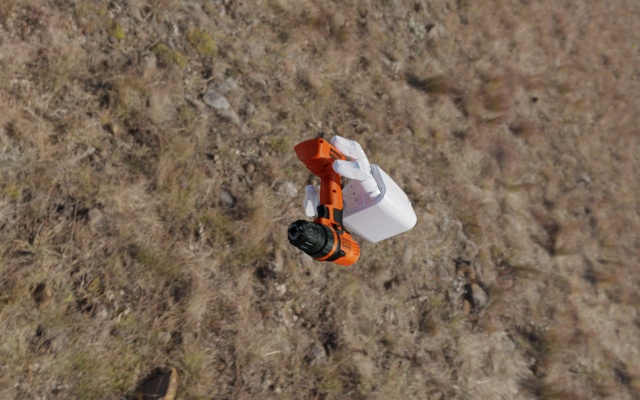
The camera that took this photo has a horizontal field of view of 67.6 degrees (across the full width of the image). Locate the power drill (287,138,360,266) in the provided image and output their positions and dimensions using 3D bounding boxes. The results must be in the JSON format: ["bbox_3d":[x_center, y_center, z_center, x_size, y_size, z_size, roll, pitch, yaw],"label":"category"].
[{"bbox_3d":[0.000,0.002,0.745,0.057,0.187,0.184,-12,-21,23],"label":"power drill"}]
